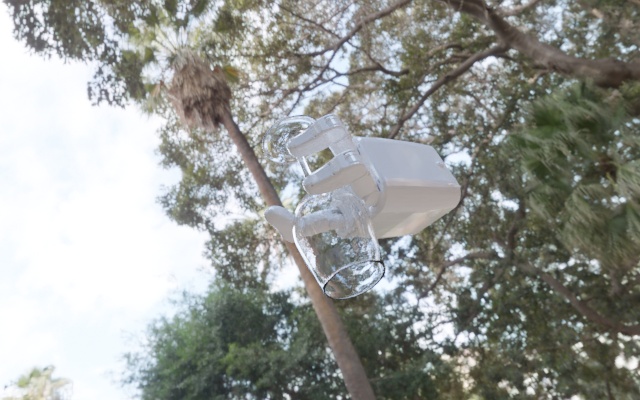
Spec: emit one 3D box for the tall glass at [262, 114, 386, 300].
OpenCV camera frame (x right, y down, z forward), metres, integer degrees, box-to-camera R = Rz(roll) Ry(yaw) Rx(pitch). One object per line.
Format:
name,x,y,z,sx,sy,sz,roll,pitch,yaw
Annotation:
tall glass,0.000,0.001,0.497,0.079,0.201,0.079,-14,-39,-12
